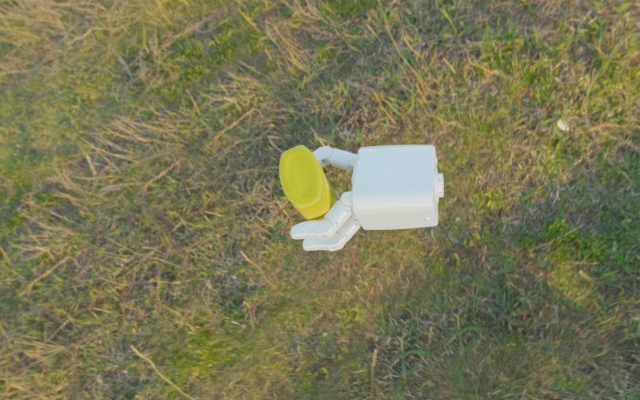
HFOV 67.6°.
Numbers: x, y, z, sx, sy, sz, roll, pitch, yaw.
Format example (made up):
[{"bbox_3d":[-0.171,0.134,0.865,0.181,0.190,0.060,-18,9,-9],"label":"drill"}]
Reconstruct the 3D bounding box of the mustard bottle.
[{"bbox_3d":[0.000,0.002,0.707,0.058,0.096,0.192,-24,-28,7],"label":"mustard bottle"}]
